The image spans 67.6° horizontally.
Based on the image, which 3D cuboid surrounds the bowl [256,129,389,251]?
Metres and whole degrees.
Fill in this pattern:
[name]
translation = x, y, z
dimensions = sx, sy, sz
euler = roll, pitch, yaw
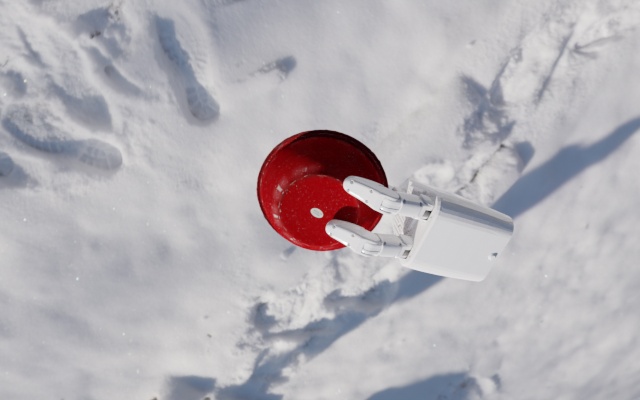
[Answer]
[bowl]
translation = -0.001, 0.002, 0.559
dimensions = 0.162, 0.162, 0.055
euler = 0, 25, 5
